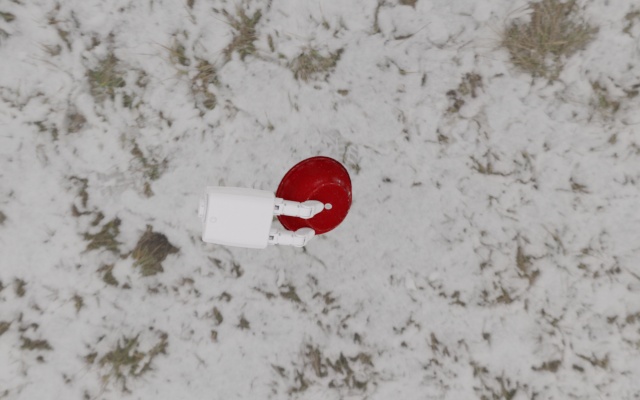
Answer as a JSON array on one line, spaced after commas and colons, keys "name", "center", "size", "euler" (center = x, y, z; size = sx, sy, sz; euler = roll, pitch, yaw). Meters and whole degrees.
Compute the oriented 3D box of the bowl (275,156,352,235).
[{"name": "bowl", "center": [0.002, 0.003, 0.876], "size": [0.162, 0.162, 0.055], "euler": [0, 21, -29]}]
